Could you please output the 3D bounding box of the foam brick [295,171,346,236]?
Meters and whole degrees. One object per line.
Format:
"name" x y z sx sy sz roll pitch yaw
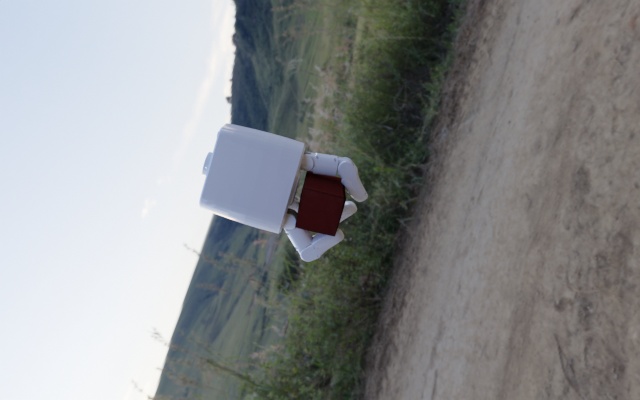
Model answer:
"foam brick" 0.000 0.002 0.592 0.051 0.053 0.078 14 19 -4
